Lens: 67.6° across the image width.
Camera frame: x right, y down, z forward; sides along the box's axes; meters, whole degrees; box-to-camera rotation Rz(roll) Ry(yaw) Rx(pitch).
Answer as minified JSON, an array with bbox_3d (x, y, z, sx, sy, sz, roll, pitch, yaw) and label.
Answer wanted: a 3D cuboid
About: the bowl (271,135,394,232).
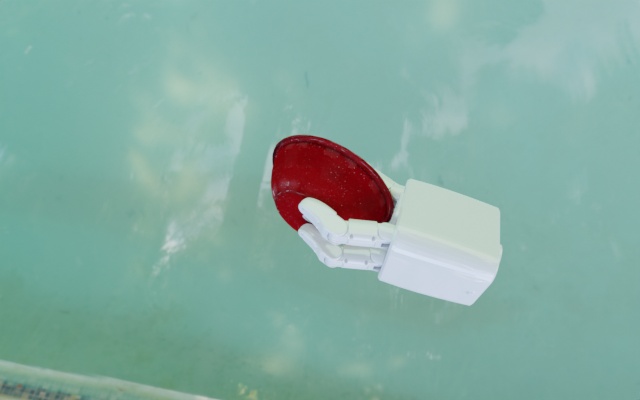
[{"bbox_3d":[-0.001,0.002,0.554,0.162,0.055,0.162,24,-31,16],"label":"bowl"}]
